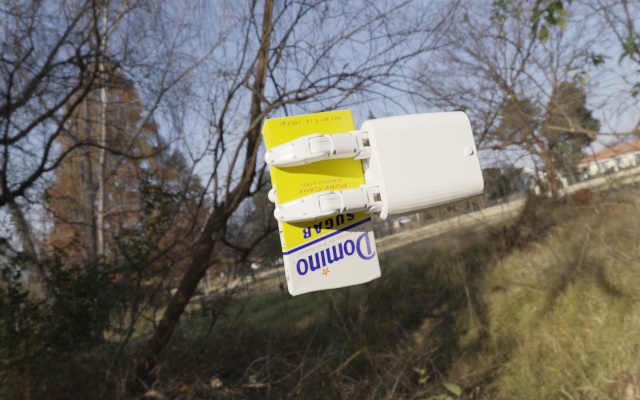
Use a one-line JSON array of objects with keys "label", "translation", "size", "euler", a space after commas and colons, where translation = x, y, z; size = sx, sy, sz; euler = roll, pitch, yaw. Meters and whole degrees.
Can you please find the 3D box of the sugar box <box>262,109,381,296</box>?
[{"label": "sugar box", "translation": [0.000, 0.001, 0.488], "size": [0.093, 0.176, 0.048], "euler": [-10, -7, -10]}]
